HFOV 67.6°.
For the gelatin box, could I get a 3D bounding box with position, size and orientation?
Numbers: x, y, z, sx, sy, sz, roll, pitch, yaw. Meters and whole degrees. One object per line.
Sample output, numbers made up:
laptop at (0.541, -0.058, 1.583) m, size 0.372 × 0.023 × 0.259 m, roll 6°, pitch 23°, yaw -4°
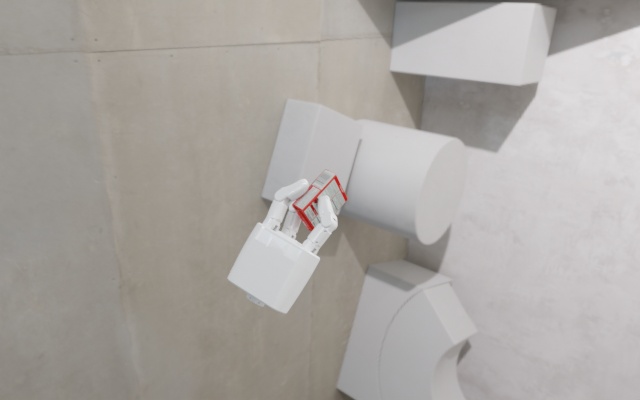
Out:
gelatin box at (0.001, 0.003, 0.815) m, size 0.030 × 0.089 × 0.073 m, roll 32°, pitch -18°, yaw 37°
